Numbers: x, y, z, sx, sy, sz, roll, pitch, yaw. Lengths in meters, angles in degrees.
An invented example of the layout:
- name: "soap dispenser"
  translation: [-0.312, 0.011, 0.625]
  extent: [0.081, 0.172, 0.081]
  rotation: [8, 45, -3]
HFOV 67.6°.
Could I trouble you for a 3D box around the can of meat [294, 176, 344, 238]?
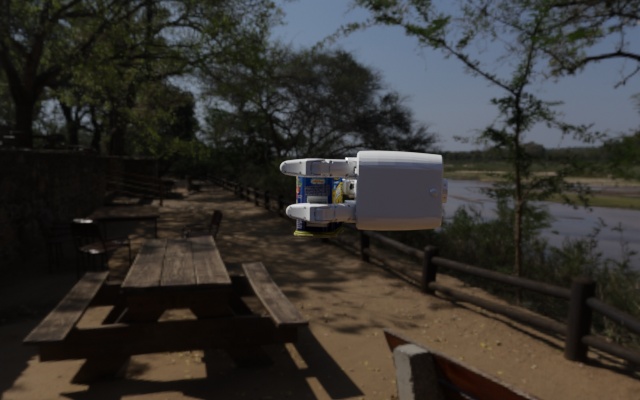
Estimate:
- name: "can of meat"
  translation: [0.000, 0.002, 0.650]
  extent: [0.057, 0.084, 0.102]
  rotation: [2, 4, 10]
